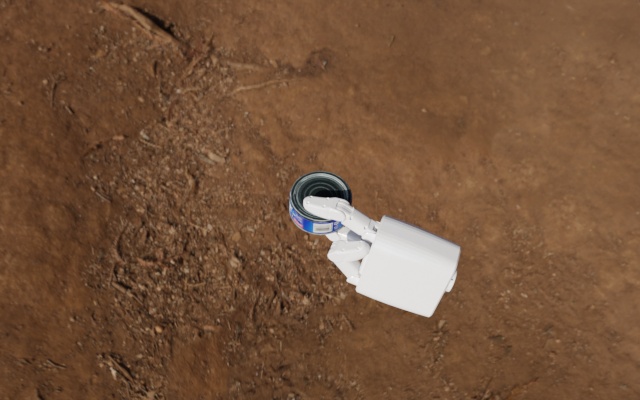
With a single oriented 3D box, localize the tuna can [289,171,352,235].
[{"bbox_3d":[0.000,0.002,0.648,0.086,0.086,0.034,0,-35,-3],"label":"tuna can"}]
